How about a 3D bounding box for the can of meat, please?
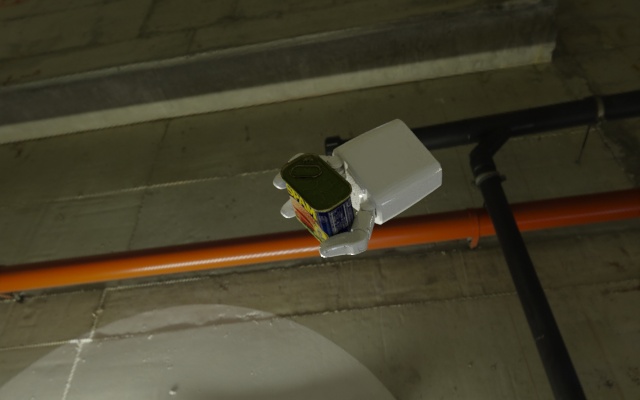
[{"bbox_3d":[0.000,0.002,0.614,0.057,0.084,0.102,-33,50,-16],"label":"can of meat"}]
